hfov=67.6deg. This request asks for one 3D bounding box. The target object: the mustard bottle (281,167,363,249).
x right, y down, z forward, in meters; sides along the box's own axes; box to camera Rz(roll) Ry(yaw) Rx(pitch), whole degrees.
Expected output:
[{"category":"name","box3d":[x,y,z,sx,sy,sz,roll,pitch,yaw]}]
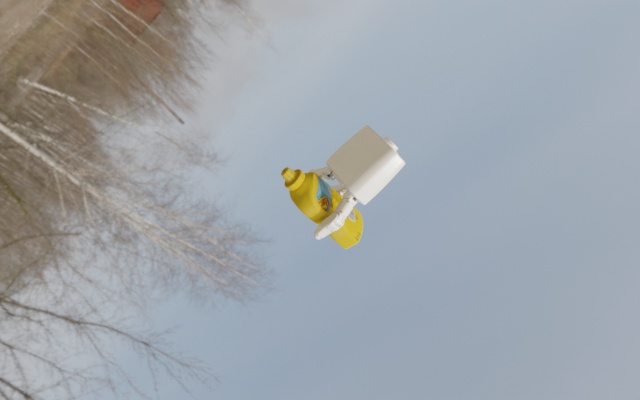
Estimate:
[{"category":"mustard bottle","box3d":[0.000,0.003,0.883,0.058,0.096,0.192,-31,-56,28]}]
